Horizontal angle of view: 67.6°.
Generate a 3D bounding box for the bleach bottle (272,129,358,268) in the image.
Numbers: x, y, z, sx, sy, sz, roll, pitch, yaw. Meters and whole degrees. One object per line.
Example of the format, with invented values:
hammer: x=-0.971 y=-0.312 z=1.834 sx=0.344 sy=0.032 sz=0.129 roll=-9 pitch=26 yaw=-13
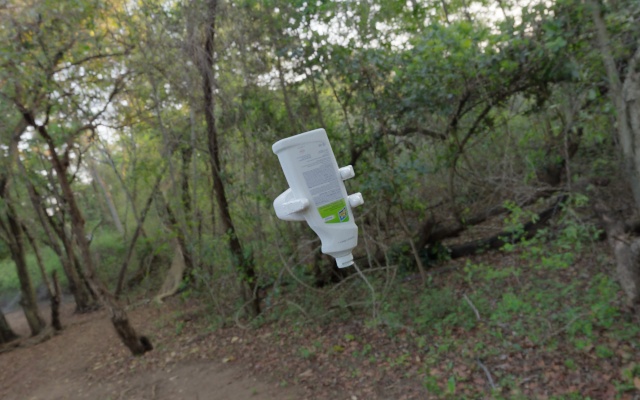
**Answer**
bleach bottle: x=0.000 y=0.003 z=0.870 sx=0.102 sy=0.251 sz=0.068 roll=-19 pitch=2 yaw=-19
